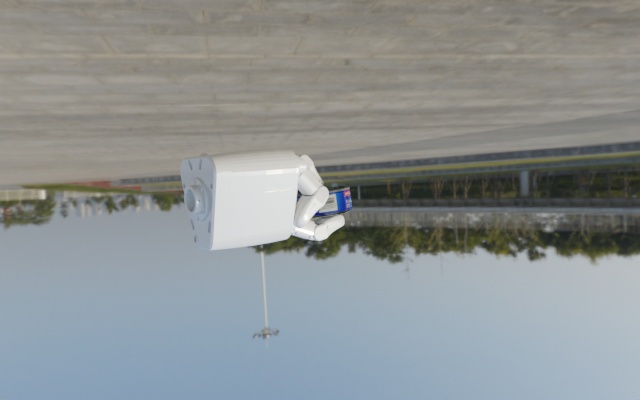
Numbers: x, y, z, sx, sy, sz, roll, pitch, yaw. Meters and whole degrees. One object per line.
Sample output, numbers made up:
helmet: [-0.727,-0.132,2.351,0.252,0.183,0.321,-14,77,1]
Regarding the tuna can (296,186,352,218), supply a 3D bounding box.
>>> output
tuna can: [0.000,0.003,0.659,0.086,0.034,0.086,-8,4,1]
